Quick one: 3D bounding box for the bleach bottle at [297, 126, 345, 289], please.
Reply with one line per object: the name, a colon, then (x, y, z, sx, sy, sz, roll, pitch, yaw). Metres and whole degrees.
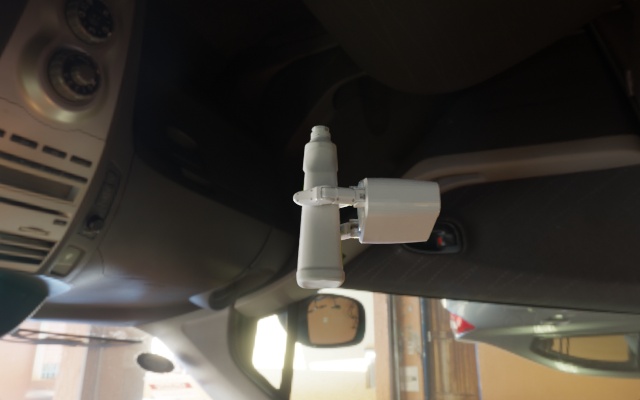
bleach bottle: (0.000, 0.002, 0.724, 0.068, 0.250, 0.102, 1, -17, -2)
